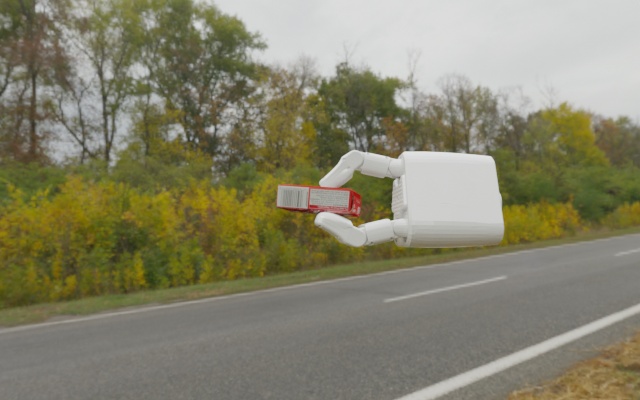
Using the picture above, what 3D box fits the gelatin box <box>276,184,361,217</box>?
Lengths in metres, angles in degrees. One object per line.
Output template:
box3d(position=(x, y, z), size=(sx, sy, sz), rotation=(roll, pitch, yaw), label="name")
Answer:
box3d(position=(0.000, 0.001, 0.564), size=(0.089, 0.030, 0.073), rotation=(4, -4, 12), label="gelatin box")
